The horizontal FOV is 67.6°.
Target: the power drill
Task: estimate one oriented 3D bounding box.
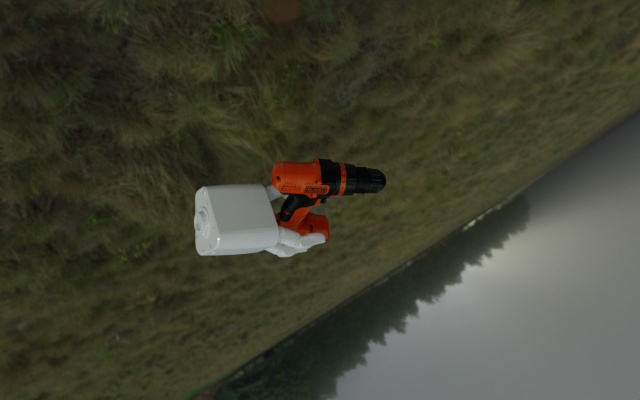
[{"bbox_3d":[0.000,0.003,0.804,0.184,0.057,0.188,4,-36,-13],"label":"power drill"}]
